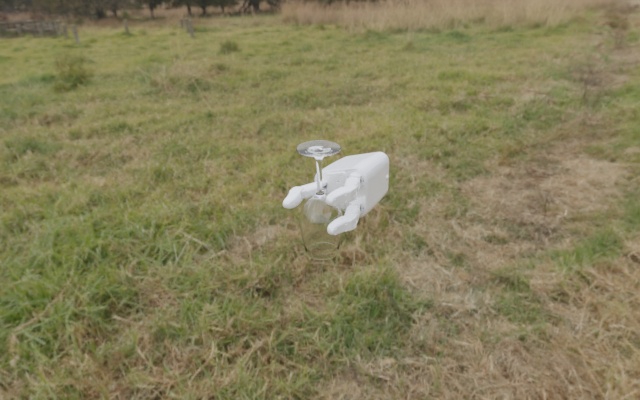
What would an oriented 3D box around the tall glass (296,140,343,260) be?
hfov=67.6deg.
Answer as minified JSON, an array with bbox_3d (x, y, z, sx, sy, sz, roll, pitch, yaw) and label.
[{"bbox_3d":[0.000,0.002,0.827,0.079,0.201,0.079,-1,26,1],"label":"tall glass"}]
